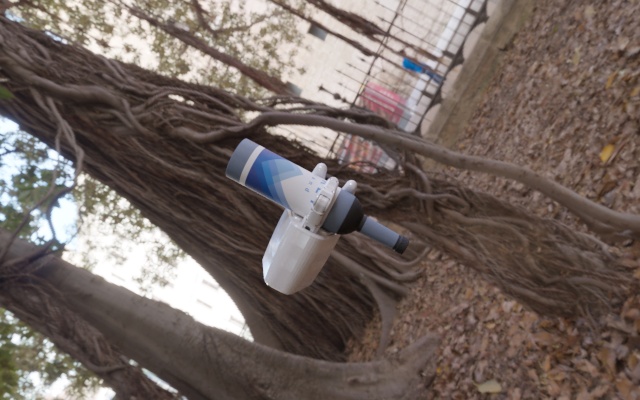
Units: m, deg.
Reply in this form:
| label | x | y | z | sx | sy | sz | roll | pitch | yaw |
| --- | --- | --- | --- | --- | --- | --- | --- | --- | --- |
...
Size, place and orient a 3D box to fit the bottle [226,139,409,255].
| label | x | y | z | sx | sy | sz | roll | pitch | yaw |
| --- | --- | --- | --- | --- | --- | --- | --- | --- | --- |
| bottle | 0.000 | 0.002 | 0.735 | 0.296 | 0.069 | 0.069 | 28 | 1 | 1 |
